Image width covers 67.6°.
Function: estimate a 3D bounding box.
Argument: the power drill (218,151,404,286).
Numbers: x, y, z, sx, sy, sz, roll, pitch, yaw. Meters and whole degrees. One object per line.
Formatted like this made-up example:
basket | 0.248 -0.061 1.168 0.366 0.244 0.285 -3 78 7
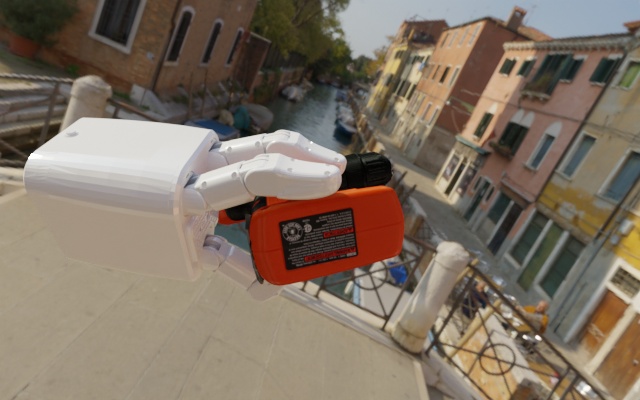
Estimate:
power drill | 0.000 0.001 0.404 0.184 0.057 0.187 -13 15 -11
